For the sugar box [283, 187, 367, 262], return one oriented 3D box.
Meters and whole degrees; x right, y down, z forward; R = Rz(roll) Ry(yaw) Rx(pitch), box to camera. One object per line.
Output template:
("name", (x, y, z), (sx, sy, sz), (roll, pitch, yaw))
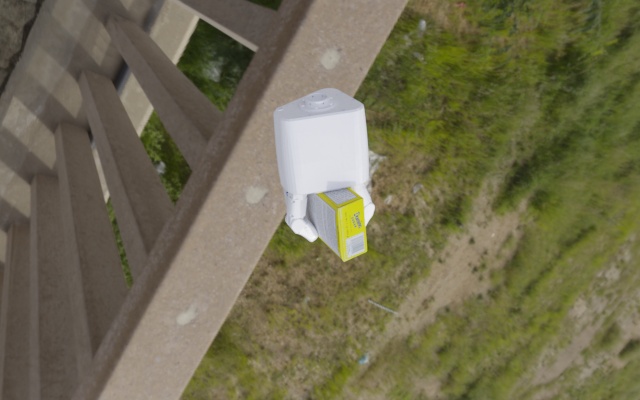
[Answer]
("sugar box", (0.001, 0.002, 0.691), (0.048, 0.093, 0.176), (-20, 36, -20))
